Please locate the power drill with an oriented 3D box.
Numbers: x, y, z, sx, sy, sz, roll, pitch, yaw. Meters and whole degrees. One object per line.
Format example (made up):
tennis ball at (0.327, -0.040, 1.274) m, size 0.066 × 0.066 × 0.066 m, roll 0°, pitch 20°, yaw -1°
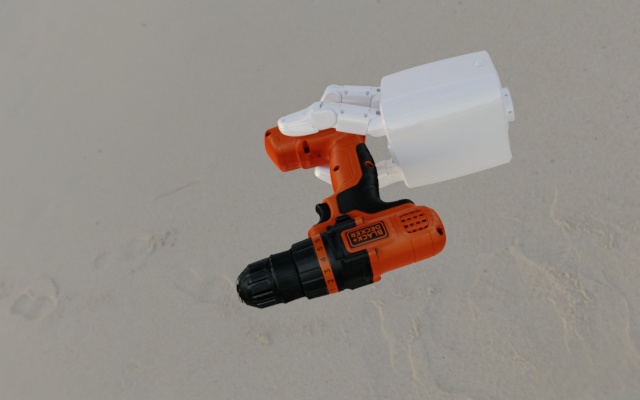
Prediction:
power drill at (0.000, 0.001, 0.453) m, size 0.184 × 0.187 × 0.057 m, roll -16°, pitch -37°, yaw -3°
